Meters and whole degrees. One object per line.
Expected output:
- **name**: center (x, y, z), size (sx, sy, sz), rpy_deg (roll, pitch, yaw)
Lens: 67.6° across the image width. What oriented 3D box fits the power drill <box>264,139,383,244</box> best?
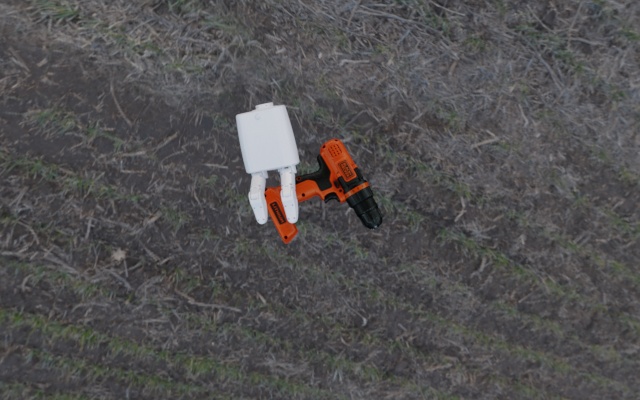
- **power drill**: center (0.000, 0.003, 0.874), size (0.187, 0.184, 0.057), rpy_deg (-28, -9, -7)
